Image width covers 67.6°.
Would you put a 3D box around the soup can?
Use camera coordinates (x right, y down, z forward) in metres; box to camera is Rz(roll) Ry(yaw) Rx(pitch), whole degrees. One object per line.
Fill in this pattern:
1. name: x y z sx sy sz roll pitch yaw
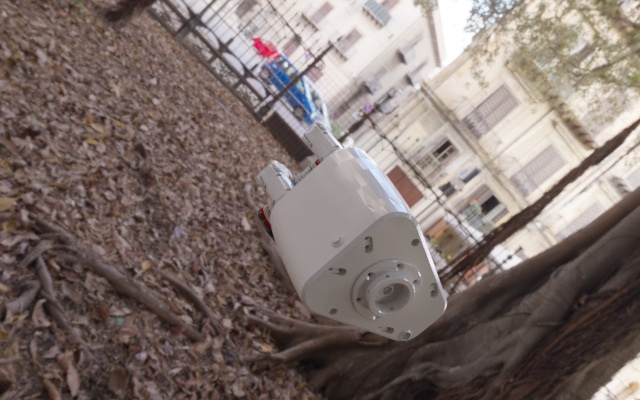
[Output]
1. soup can: 0.000 0.001 0.453 0.102 0.068 0.068 -42 -7 8
